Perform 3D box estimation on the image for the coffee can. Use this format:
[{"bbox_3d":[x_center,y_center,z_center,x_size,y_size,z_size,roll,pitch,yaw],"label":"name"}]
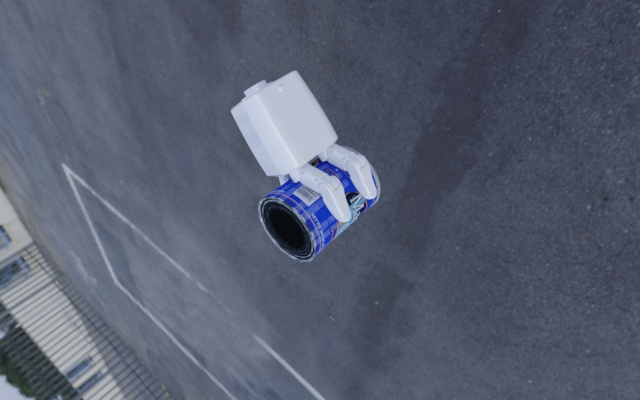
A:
[{"bbox_3d":[0.000,0.002,0.655,0.140,0.103,0.103,-39,24,-33],"label":"coffee can"}]
